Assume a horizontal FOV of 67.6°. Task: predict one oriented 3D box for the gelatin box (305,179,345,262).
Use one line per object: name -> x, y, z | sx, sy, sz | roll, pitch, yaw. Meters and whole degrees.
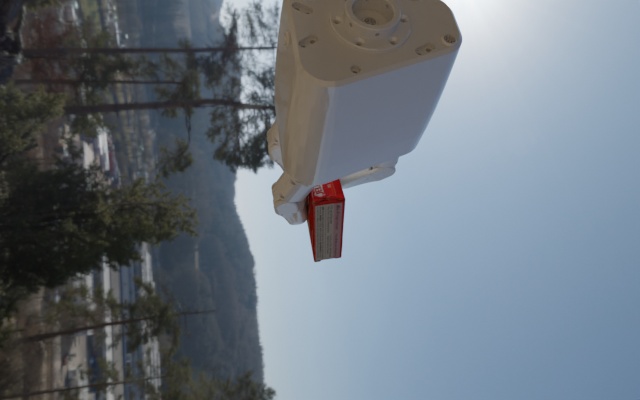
gelatin box -> 0.001, 0.002, 0.439 | 0.030, 0.073, 0.089 | -8, -40, -6
